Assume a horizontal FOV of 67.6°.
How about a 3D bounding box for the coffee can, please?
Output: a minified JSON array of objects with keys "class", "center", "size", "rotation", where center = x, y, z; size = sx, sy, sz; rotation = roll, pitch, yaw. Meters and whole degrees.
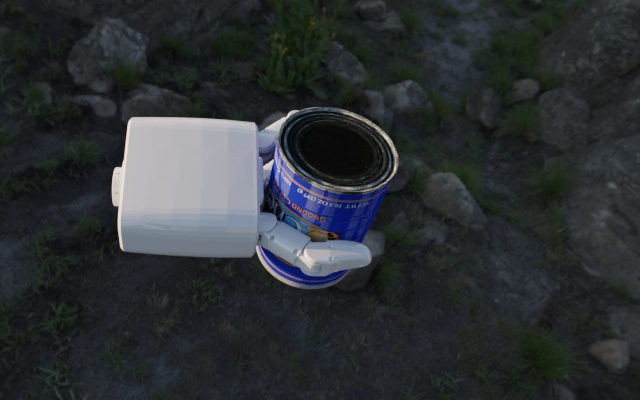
[{"class":"coffee can","center":[0.000,0.002,0.440],"size":[0.103,0.102,0.140],"rotation":[0,-41,-17]}]
